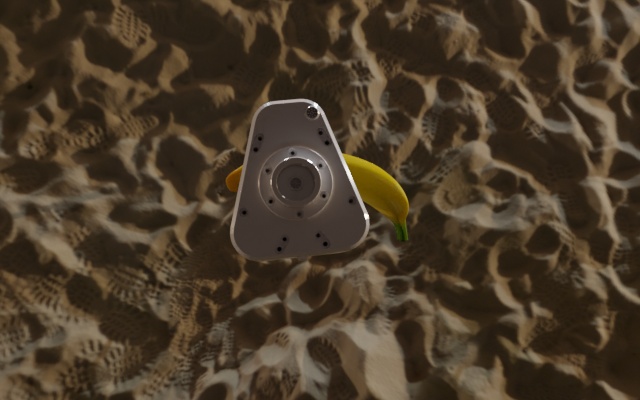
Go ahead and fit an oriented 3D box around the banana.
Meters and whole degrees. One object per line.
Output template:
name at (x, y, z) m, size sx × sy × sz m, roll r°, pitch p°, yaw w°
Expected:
banana at (0.009, -0.015, 0.475) m, size 0.198 × 0.069 × 0.037 m, roll 17°, pitch 4°, yaw -9°
